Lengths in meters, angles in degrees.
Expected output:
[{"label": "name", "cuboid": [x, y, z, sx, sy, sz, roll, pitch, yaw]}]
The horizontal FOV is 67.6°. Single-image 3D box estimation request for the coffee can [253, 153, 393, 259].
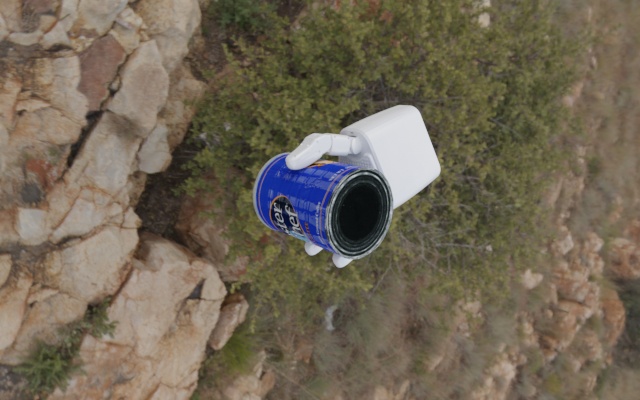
[{"label": "coffee can", "cuboid": [0.000, 0.002, 0.568, 0.103, 0.103, 0.140, 0, 11, -41]}]
